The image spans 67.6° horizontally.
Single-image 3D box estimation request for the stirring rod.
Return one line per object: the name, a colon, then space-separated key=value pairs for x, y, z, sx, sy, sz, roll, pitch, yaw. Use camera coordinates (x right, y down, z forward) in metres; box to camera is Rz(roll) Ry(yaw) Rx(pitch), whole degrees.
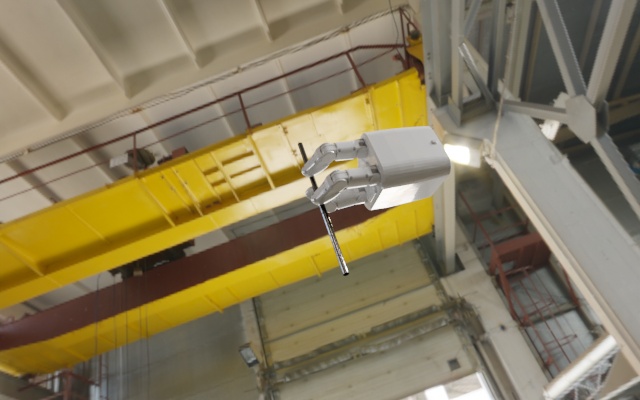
stirring rod: x=0.000 y=0.002 z=0.668 sx=0.011 sy=0.239 sz=0.011 roll=-12 pitch=-38 yaw=-10
